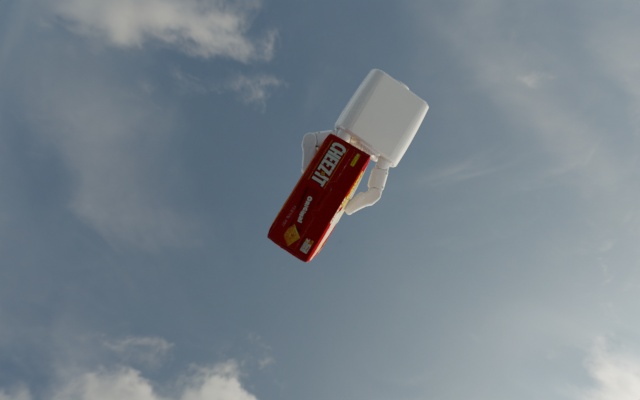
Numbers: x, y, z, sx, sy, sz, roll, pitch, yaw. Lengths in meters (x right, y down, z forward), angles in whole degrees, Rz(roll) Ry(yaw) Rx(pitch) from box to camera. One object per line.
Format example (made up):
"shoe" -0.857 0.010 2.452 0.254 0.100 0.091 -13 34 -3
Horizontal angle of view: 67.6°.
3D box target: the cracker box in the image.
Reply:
"cracker box" 0.000 0.002 0.719 0.072 0.164 0.214 31 -3 5
